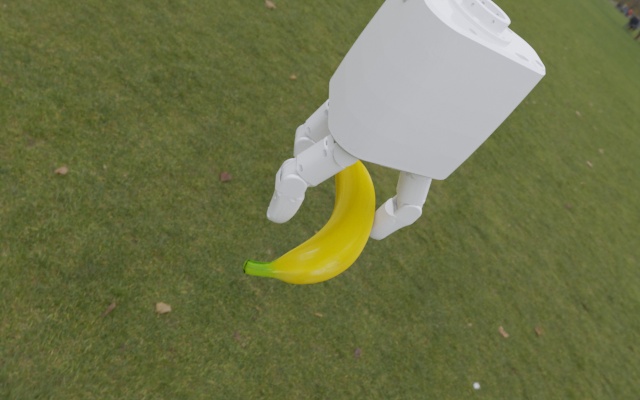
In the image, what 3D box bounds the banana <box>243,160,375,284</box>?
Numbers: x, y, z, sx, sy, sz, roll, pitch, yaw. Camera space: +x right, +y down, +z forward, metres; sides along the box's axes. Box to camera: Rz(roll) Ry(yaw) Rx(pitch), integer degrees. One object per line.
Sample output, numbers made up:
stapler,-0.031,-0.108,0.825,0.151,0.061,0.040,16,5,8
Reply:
banana,0.014,0.014,0.417,0.069,0.037,0.197,37,39,3
